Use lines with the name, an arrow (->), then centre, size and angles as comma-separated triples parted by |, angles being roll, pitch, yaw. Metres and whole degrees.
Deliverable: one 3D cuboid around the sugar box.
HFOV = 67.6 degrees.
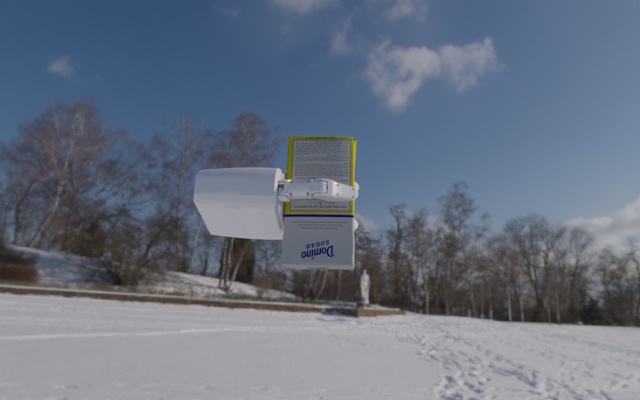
sugar box -> 0.000, 0.002, 0.635 | 0.093, 0.176, 0.048 | 1, -15, 5
